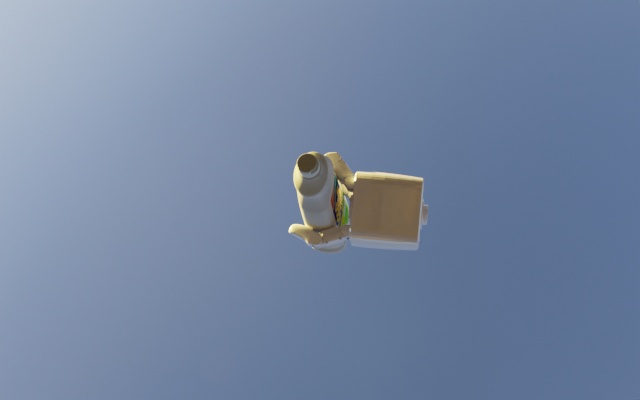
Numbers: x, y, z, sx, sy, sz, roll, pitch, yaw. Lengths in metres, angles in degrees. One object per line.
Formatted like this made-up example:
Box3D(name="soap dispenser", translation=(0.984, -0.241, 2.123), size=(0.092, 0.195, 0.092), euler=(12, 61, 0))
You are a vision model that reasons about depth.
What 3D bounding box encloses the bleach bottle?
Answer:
Box3D(name="bleach bottle", translation=(0.000, 0.002, 0.753), size=(0.068, 0.102, 0.251), euler=(5, -20, 12))
